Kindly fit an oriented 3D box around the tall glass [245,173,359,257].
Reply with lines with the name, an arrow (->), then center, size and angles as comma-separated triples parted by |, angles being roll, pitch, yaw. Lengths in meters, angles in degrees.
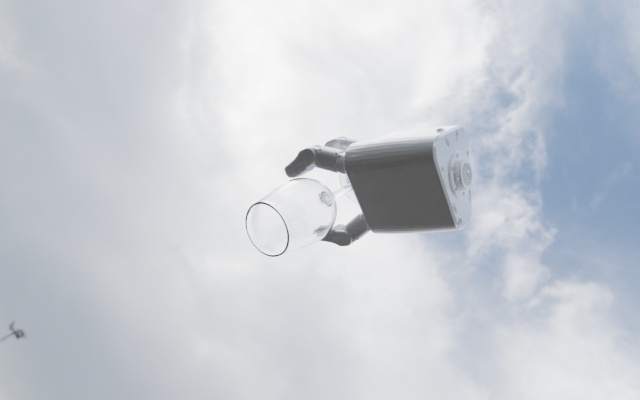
tall glass -> 0.000, 0.002, 0.581 | 0.079, 0.079, 0.201 | 0, 17, 38
